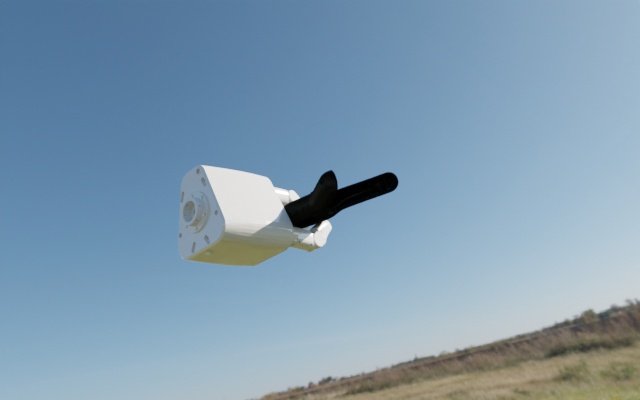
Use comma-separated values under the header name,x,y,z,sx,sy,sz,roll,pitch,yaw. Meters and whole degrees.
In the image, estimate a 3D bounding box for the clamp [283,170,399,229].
name,x,y,z,sx,sy,sz,roll,pitch,yaw
clamp,0.000,0.001,0.597,0.171,0.039,0.120,-29,-26,35
